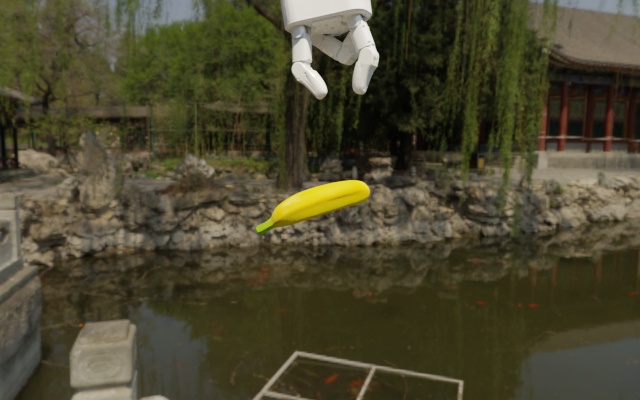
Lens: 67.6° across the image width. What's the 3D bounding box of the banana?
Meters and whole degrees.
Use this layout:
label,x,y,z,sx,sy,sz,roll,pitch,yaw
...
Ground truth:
label,x,y,z,sx,sy,sz,roll,pitch,yaw
banana,0.009,-0.001,0.634,0.198,0.037,0.069,-16,-3,-39
